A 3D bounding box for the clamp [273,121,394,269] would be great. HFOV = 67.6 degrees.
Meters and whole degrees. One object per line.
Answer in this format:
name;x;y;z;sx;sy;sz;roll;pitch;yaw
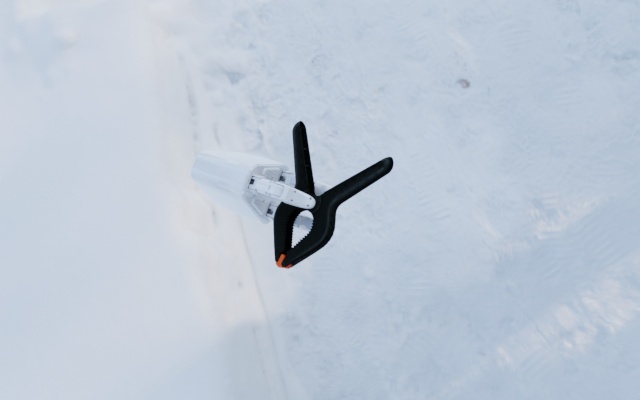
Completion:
clamp;-0.001;0.002;0.667;0.164;0.210;0.036;18;-4;27
